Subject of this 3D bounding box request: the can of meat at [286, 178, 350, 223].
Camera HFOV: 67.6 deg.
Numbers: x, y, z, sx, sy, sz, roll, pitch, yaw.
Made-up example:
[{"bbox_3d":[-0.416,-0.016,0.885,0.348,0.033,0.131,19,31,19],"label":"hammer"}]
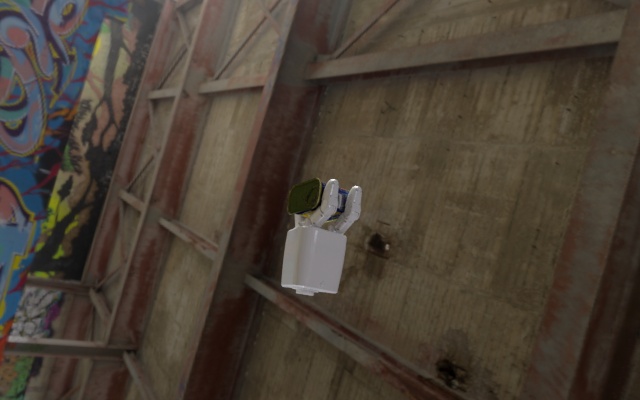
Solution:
[{"bbox_3d":[0.000,0.003,0.887,0.084,0.057,0.102,18,-20,-34],"label":"can of meat"}]
